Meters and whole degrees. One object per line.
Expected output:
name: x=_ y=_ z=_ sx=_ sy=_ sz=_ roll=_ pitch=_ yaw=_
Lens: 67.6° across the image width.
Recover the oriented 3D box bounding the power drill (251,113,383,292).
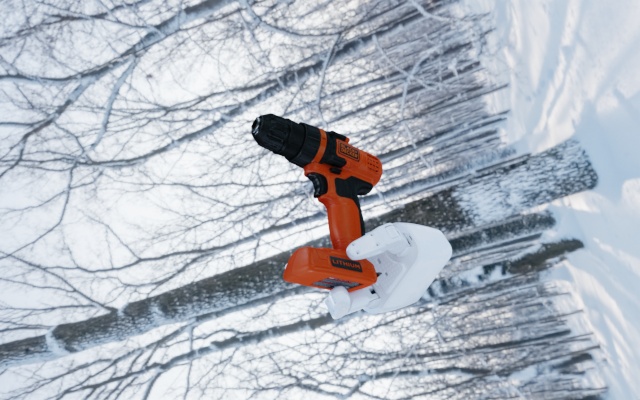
power drill: x=0.000 y=0.002 z=0.544 sx=0.184 sy=0.187 sz=0.057 roll=18 pitch=-30 yaw=-32
